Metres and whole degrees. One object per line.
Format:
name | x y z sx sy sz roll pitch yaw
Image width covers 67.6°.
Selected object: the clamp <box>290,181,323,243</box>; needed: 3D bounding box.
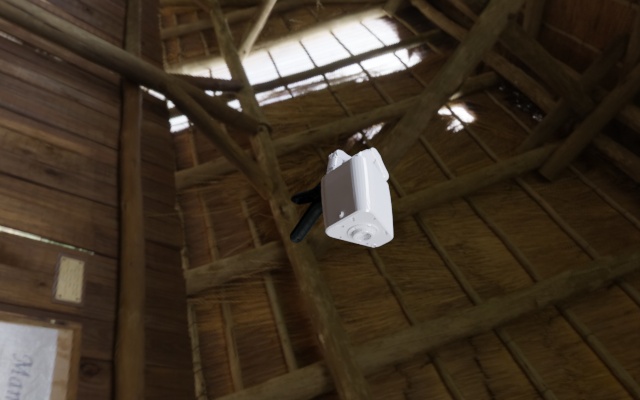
clamp | 0.001 0.003 0.868 0.039 0.120 0.171 28 -46 -31
